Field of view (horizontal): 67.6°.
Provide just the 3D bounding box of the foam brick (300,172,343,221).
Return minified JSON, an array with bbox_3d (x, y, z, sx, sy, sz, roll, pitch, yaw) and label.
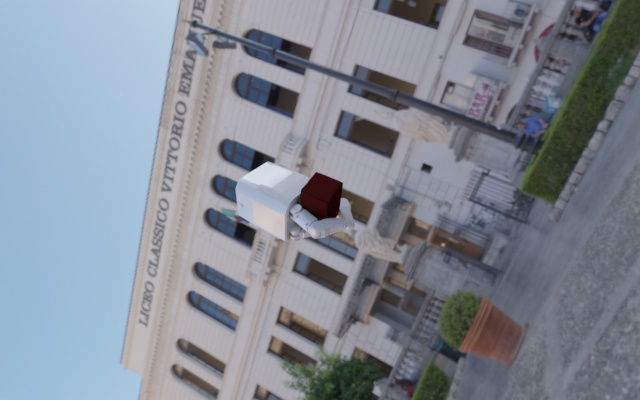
[{"bbox_3d":[0.000,0.002,0.787,0.051,0.078,0.053,26,51,17],"label":"foam brick"}]
